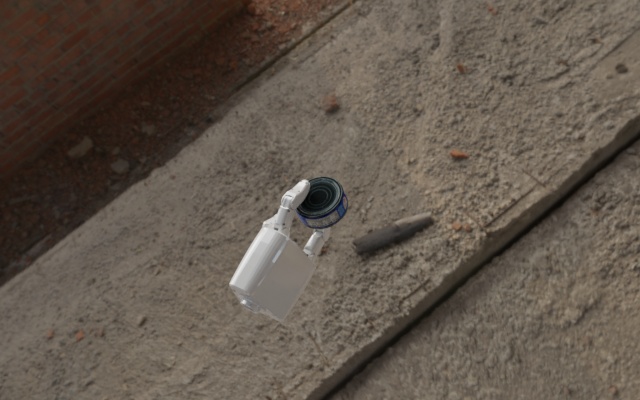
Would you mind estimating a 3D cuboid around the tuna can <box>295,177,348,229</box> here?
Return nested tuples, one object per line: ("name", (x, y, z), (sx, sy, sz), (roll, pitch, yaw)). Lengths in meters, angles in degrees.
("tuna can", (0.000, 0.002, 0.779), (0.086, 0.086, 0.034), (0, -37, 22))
